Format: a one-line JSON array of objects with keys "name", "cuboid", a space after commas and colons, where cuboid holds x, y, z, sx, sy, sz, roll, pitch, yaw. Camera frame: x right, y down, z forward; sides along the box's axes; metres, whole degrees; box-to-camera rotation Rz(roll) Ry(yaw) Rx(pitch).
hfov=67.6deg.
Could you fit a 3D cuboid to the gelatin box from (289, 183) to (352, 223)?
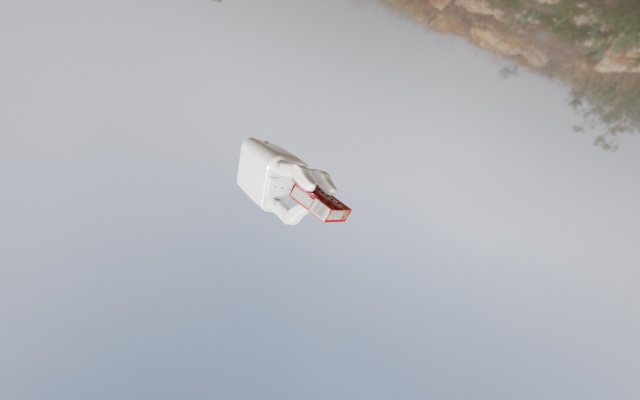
[{"name": "gelatin box", "cuboid": [0.000, 0.003, 0.833, 0.089, 0.030, 0.073, 37, 17, 27]}]
